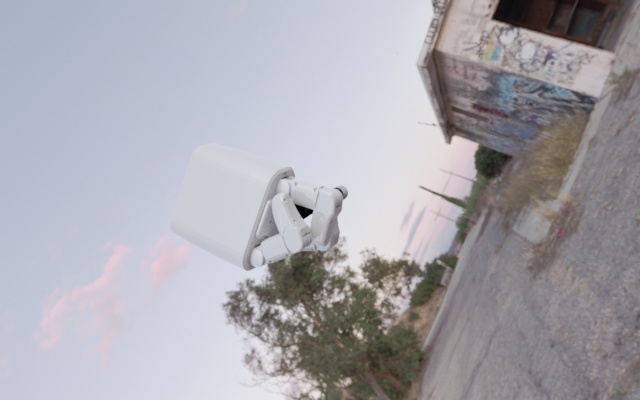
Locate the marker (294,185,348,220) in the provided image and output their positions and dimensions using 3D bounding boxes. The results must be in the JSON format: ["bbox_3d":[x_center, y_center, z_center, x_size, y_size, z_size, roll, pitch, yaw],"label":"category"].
[{"bbox_3d":[0.000,0.002,0.541,0.020,0.020,0.121,0,11,26],"label":"marker"}]
